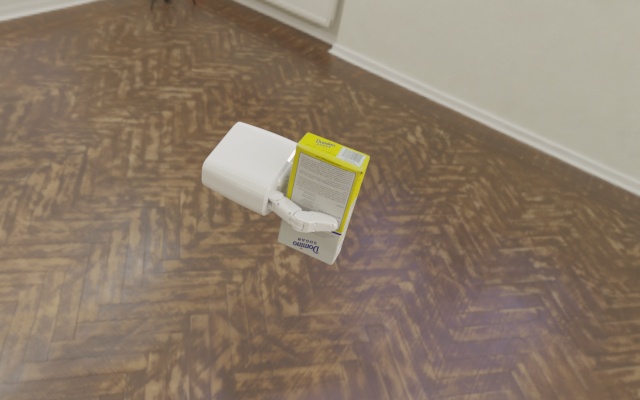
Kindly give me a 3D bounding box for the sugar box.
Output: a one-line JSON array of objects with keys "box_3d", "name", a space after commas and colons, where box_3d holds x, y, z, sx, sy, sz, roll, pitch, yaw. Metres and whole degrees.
[{"box_3d": [0.000, 0.002, 0.668, 0.093, 0.176, 0.048, 23, 42, 10], "name": "sugar box"}]
